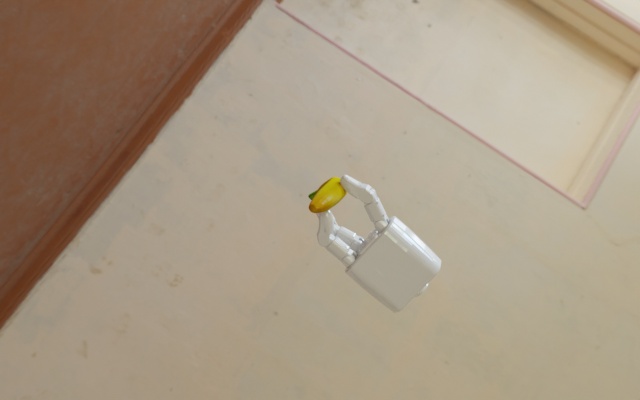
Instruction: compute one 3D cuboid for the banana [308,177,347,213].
[{"bbox_3d":[0.014,-0.010,0.775,0.069,0.037,0.198,-40,3,2],"label":"banana"}]
